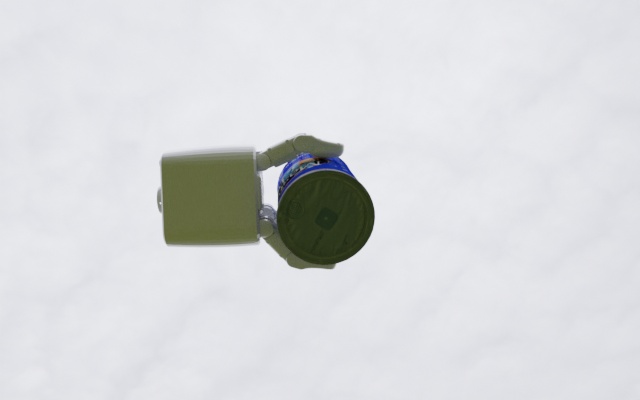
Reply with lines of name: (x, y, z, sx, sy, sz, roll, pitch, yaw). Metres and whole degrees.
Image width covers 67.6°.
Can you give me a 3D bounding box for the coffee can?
coffee can: (0.000, 0.002, 0.558, 0.103, 0.103, 0.140, 0, 14, -5)
